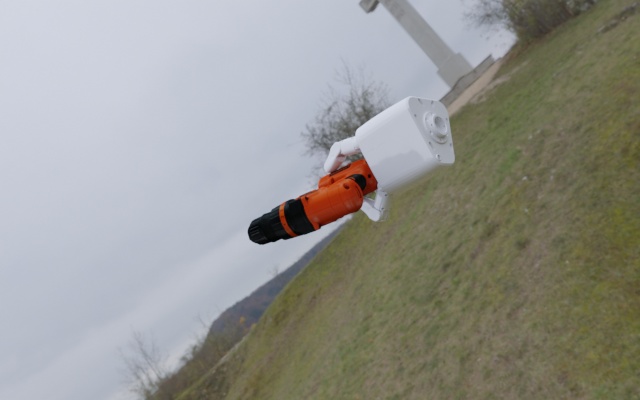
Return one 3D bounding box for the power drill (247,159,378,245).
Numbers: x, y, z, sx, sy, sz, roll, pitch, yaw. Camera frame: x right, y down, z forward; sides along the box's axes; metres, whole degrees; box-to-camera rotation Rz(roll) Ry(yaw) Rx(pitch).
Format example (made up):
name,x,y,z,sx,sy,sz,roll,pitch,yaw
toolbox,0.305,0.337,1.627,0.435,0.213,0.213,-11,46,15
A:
name,x,y,z,sx,sy,sz,roll,pitch,yaw
power drill,0.000,0.002,0.715,0.184,0.057,0.187,-20,9,28
